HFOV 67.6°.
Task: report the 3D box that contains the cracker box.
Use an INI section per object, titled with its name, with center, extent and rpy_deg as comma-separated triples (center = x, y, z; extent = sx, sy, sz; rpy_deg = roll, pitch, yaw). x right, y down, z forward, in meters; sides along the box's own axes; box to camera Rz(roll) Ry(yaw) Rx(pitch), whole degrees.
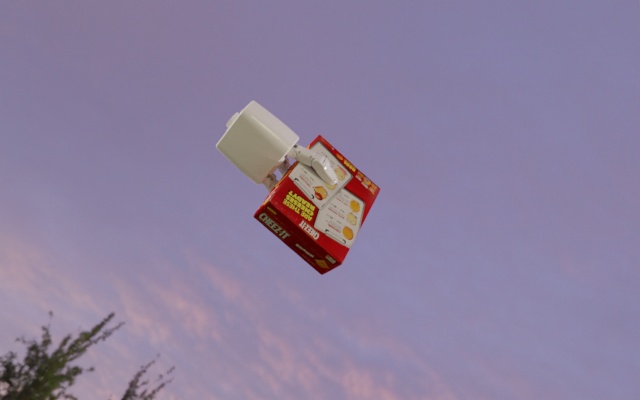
[cracker box]
center = 0.000, 0.003, 0.872
extent = 0.072, 0.164, 0.213
rpy_deg = -40, 12, 45
